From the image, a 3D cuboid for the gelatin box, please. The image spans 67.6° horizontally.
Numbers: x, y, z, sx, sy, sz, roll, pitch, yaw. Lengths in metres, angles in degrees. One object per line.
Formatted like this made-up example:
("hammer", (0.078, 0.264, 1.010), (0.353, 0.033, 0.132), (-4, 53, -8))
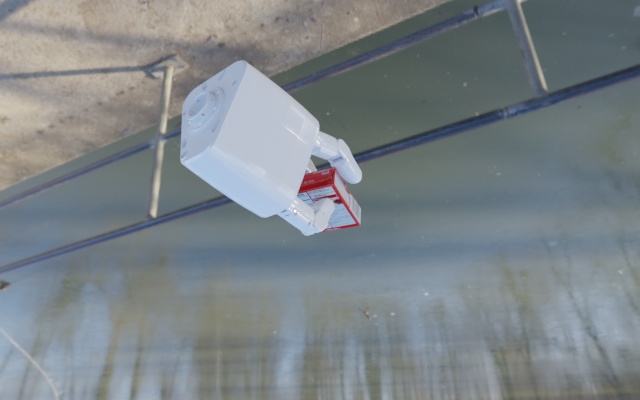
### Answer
("gelatin box", (0.000, 0.002, 0.581), (0.073, 0.030, 0.089), (-11, -41, 23))
